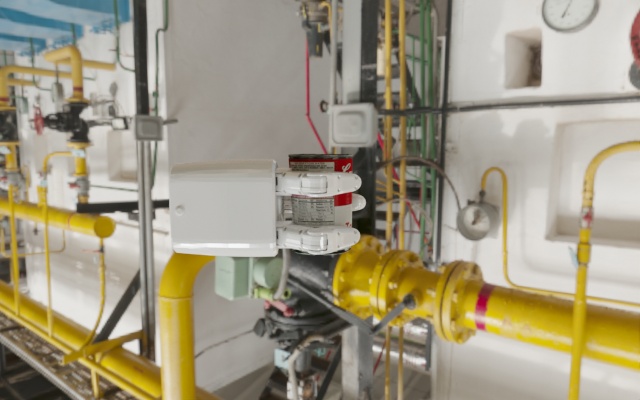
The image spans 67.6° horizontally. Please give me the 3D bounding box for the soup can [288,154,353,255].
[{"bbox_3d":[0.001,0.002,0.509,0.068,0.102,0.068,0,7,0],"label":"soup can"}]
